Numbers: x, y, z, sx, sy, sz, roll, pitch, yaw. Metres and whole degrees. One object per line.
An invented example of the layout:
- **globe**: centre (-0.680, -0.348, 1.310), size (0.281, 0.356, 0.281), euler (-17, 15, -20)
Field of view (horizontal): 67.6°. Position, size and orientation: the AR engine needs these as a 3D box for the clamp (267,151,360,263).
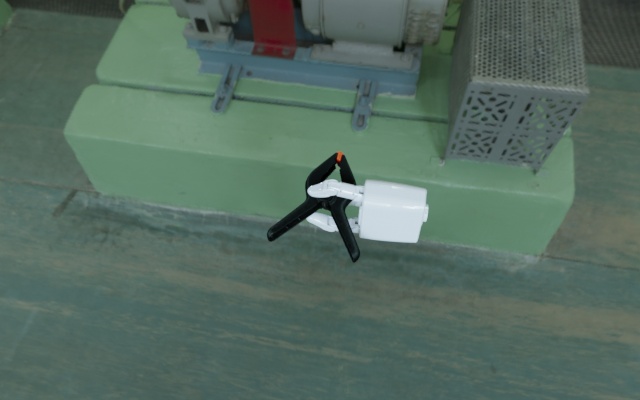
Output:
- **clamp**: centre (0.000, 0.002, 0.858), size (0.164, 0.210, 0.036), euler (7, -27, 5)
